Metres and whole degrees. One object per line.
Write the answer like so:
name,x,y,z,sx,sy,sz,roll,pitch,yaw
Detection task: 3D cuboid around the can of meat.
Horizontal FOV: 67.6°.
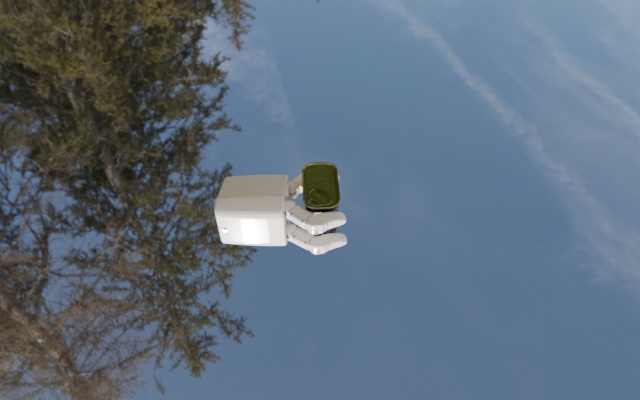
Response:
can of meat,0.000,0.003,0.777,0.057,0.102,0.084,-2,-44,-2
